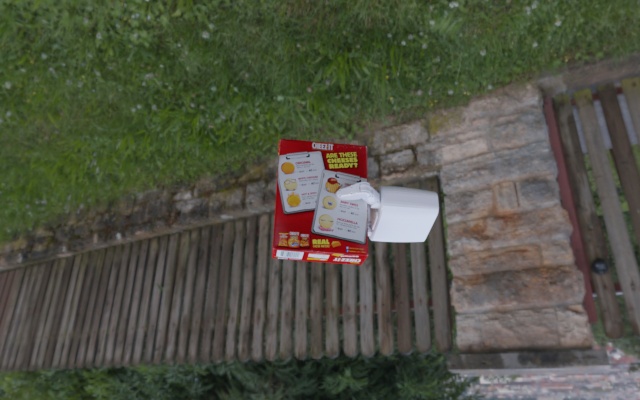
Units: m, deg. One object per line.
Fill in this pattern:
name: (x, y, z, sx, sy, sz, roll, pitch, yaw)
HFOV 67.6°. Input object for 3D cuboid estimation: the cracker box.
cracker box: (0.000, 0.003, 0.861, 0.164, 0.213, 0.072, 4, -24, -6)
